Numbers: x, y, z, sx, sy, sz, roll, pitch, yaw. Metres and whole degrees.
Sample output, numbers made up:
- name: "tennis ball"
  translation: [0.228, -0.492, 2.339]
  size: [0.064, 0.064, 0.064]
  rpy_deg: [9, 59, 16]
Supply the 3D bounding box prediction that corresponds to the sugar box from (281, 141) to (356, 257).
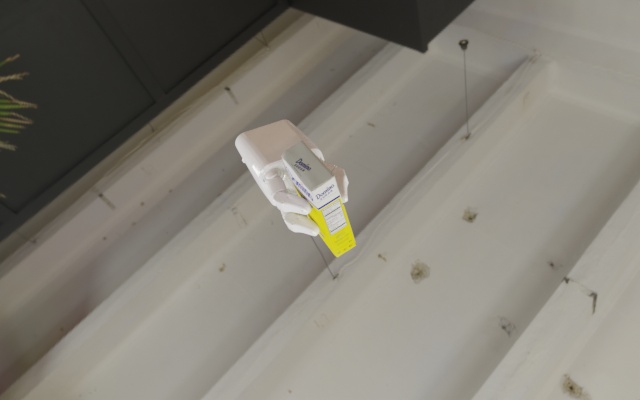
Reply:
- name: "sugar box"
  translation: [0.000, 0.003, 0.720]
  size: [0.048, 0.093, 0.176]
  rpy_deg: [-34, -39, -7]
